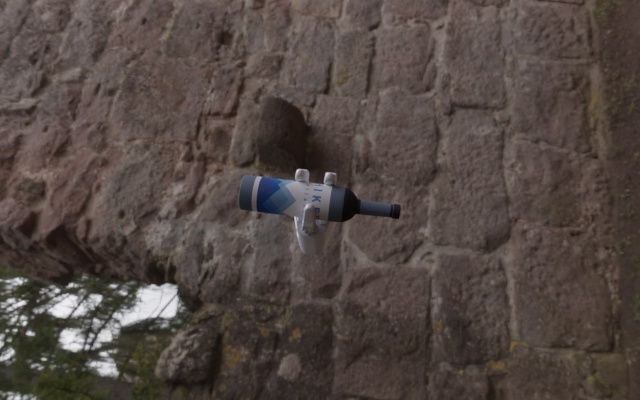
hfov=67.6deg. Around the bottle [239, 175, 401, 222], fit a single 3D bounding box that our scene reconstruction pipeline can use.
[{"bbox_3d":[0.000,0.003,0.890,0.296,0.069,0.069,7,0,4],"label":"bottle"}]
